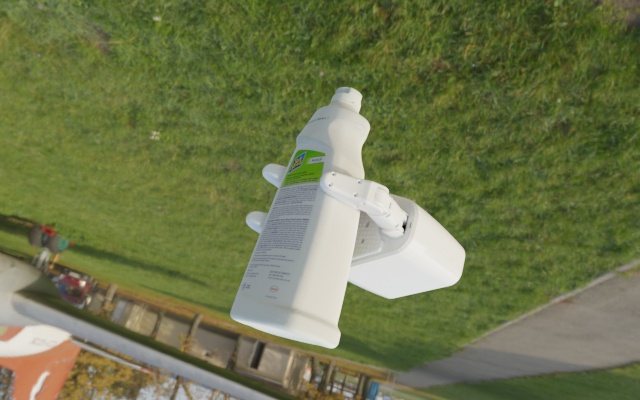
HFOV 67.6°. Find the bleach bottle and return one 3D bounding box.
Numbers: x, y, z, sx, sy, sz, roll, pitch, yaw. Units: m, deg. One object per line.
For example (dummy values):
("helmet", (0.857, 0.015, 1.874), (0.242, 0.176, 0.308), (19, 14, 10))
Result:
("bleach bottle", (0.000, 0.002, 0.452), (0.102, 0.250, 0.068), (-2, -28, 44))
